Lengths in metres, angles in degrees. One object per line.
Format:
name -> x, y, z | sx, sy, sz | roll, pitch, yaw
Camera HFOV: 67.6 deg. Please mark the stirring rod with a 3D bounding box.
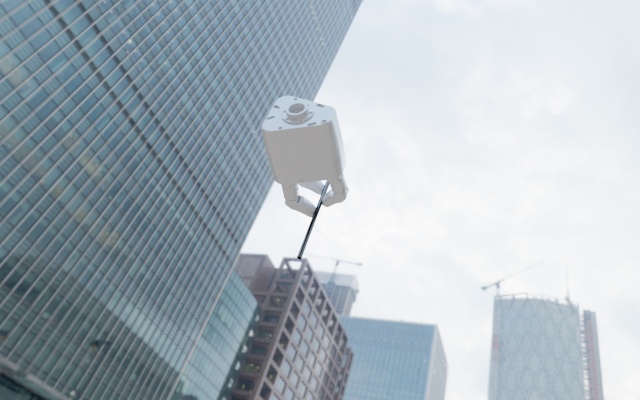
stirring rod -> 0.000, 0.003, 0.820 | 0.011, 0.239, 0.011 | 12, -40, 11
